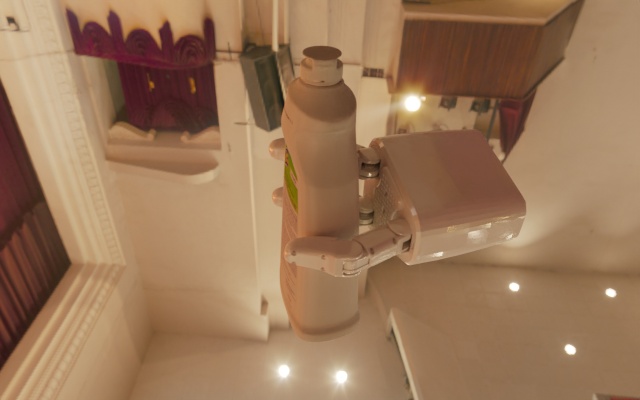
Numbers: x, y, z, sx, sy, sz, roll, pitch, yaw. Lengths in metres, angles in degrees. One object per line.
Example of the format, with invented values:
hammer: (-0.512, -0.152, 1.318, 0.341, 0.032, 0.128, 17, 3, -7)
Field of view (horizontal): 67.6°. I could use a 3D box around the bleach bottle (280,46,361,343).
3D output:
bleach bottle: (0.000, 0.001, 0.403, 0.068, 0.251, 0.102, -10, 39, -16)
